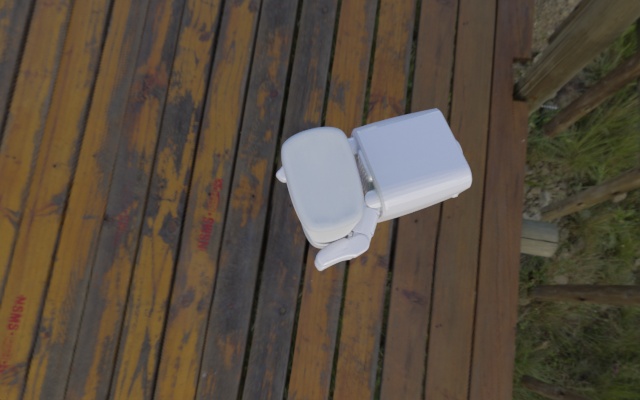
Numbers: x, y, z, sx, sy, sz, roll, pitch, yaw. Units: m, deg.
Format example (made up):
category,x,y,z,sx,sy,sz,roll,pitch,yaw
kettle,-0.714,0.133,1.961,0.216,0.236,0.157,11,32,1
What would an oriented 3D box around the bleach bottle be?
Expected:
category,x,y,z,sx,sy,sz,roll,pitch,yaw
bleach bottle,0.000,0.002,0.561,0.068,0.102,0.251,-15,-9,-4
